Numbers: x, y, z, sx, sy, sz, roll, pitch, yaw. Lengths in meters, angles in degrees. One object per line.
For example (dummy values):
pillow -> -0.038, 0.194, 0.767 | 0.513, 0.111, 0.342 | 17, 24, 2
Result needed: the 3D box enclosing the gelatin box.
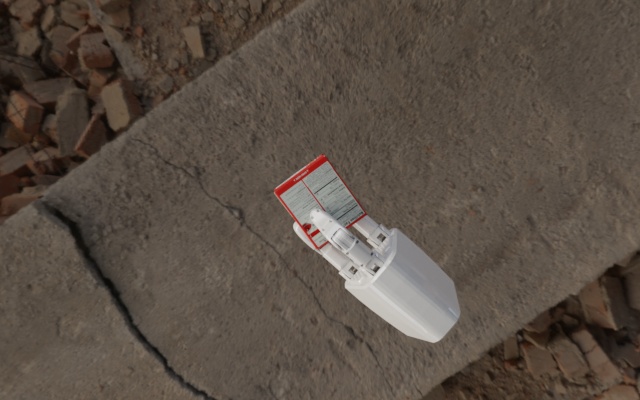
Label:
gelatin box -> 0.000, 0.002, 0.563 | 0.073, 0.089, 0.030 | -36, 8, 1
